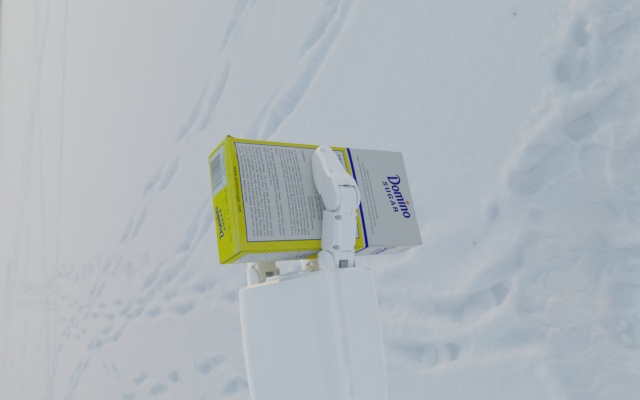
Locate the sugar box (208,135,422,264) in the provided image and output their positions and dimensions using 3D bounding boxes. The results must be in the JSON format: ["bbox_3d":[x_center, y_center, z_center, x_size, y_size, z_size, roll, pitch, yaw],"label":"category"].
[{"bbox_3d":[0.000,0.002,0.404,0.176,0.093,0.048,3,-20,-34],"label":"sugar box"}]
